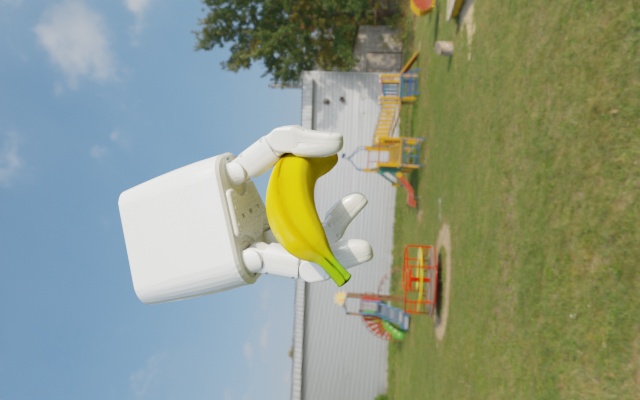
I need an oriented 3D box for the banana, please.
[{"bbox_3d":[-0.012,-0.009,0.401,0.037,0.070,0.197,-37,26,22],"label":"banana"}]
